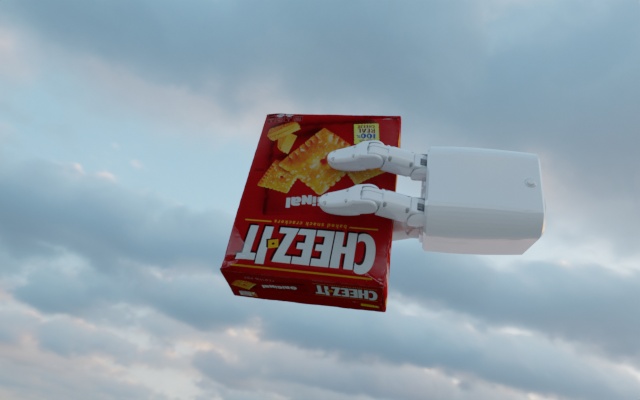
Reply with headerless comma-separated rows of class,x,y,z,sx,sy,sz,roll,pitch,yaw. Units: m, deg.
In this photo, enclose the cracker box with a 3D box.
cracker box,0.000,0.002,0.524,0.164,0.213,0.072,4,-34,11
